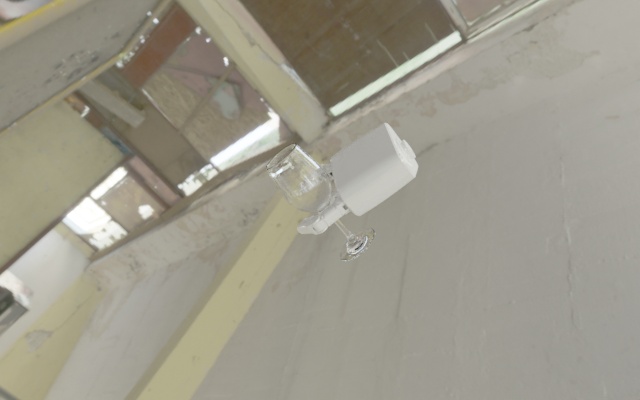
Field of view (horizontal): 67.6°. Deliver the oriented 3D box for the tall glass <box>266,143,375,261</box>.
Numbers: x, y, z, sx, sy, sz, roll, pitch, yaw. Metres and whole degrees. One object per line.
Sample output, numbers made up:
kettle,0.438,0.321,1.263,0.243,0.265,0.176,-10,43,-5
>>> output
tall glass,0.000,0.003,0.767,0.079,0.201,0.079,-36,20,15
